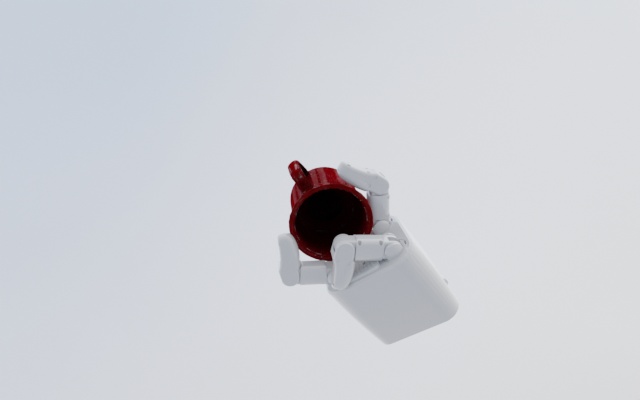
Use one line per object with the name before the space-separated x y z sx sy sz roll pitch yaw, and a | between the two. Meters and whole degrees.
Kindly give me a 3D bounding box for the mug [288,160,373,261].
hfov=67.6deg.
mug | -0.001 0.001 0.551 0.093 0.117 0.081 -37 22 8
